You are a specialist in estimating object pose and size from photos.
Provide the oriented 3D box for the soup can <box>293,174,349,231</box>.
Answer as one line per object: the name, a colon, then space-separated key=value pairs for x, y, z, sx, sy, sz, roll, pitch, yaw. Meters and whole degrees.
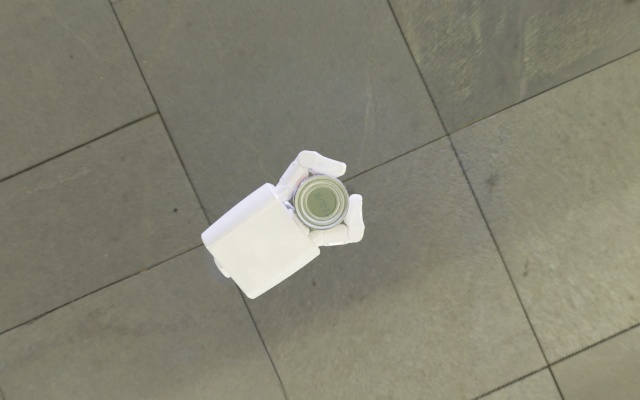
soup can: x=0.001 y=0.002 z=0.609 sx=0.068 sy=0.068 sz=0.102 roll=0 pitch=0 yaw=-1
